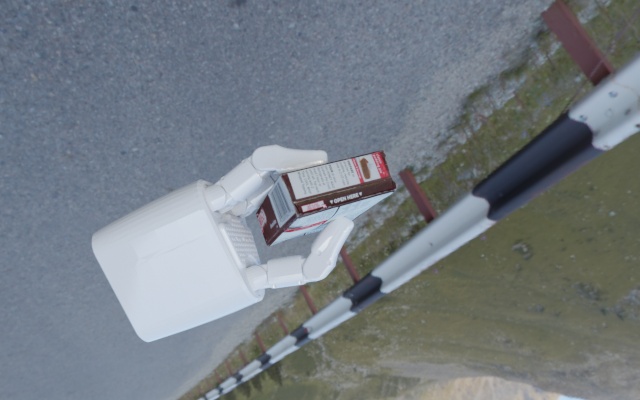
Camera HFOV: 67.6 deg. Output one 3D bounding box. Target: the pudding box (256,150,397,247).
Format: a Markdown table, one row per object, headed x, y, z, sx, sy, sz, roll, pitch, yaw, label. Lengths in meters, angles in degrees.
| x | y | z | sx | sy | sz | roll | pitch | yaw | label |
| --- | --- | --- | --- | --- | --- | --- | --- | --- | --- |
| 0.000 | 0.002 | 0.409 | 0.090 | 0.039 | 0.113 | -16 | -10 | -21 | pudding box |
